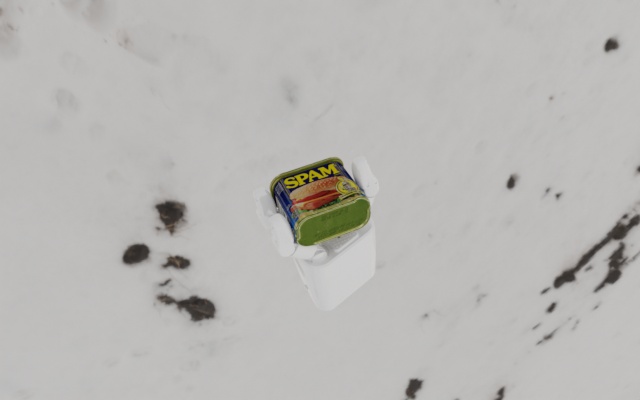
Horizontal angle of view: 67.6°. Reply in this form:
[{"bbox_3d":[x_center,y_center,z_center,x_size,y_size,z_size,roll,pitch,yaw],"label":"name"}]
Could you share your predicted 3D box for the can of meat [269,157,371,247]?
[{"bbox_3d":[0.000,0.002,0.583,0.102,0.057,0.084,-19,45,-14],"label":"can of meat"}]
